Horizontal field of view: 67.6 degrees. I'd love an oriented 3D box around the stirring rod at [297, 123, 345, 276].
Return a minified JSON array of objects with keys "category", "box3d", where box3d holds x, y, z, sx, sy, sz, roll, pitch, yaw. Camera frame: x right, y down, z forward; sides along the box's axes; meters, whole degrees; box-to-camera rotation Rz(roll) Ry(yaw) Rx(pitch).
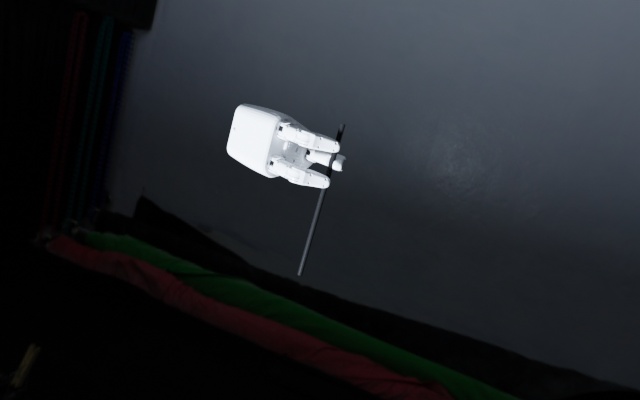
[{"category":"stirring rod","box3d":[0.000,0.002,0.717,0.011,0.239,0.011,15,12,-3]}]
